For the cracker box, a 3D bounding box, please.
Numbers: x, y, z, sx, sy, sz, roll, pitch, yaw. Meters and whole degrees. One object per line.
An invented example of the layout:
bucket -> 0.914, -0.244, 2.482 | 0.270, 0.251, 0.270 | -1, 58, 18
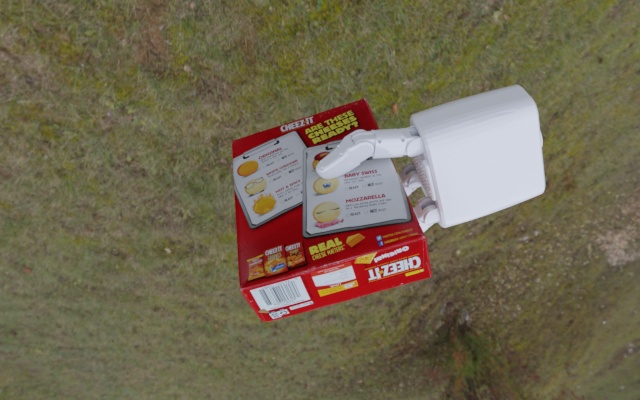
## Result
cracker box -> 0.000, 0.002, 0.490 | 0.164, 0.213, 0.072 | -17, -46, 3
